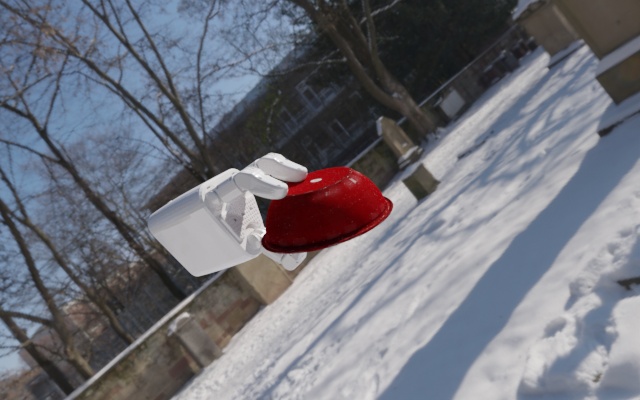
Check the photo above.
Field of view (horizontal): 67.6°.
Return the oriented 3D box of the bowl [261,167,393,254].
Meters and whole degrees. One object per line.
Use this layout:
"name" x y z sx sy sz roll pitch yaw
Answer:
"bowl" 0.001 0.001 0.557 0.162 0.055 0.162 -15 16 5
